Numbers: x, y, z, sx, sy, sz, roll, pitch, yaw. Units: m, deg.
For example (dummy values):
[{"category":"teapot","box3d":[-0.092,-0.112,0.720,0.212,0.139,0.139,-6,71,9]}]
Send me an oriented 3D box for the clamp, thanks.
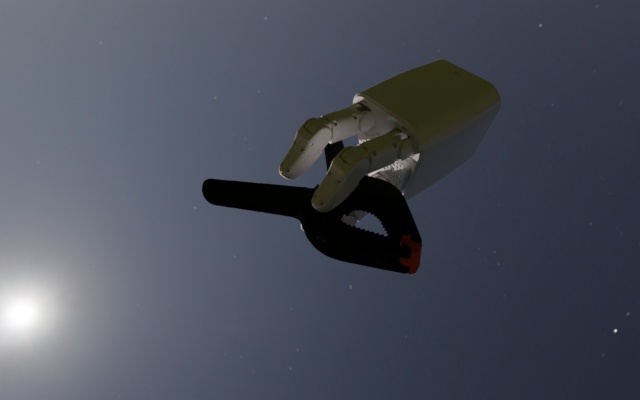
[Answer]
[{"category":"clamp","box3d":[0.001,0.002,0.435,0.164,0.036,0.210,-28,48,-21]}]
